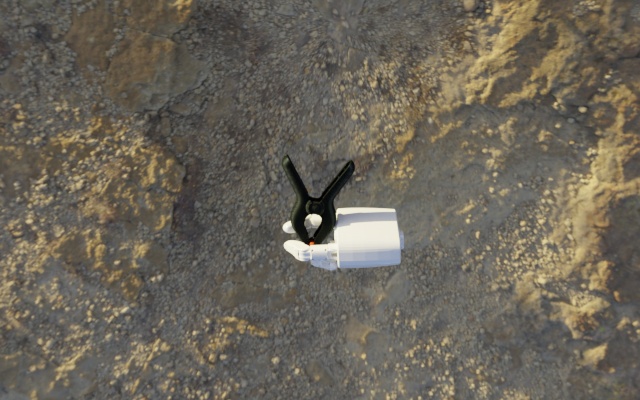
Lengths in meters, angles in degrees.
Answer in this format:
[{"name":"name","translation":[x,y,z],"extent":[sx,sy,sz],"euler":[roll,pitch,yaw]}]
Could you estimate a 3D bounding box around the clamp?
[{"name":"clamp","translation":[0.000,0.003,0.809],"extent":[0.120,0.171,0.039],"euler":[-2,21,3]}]
